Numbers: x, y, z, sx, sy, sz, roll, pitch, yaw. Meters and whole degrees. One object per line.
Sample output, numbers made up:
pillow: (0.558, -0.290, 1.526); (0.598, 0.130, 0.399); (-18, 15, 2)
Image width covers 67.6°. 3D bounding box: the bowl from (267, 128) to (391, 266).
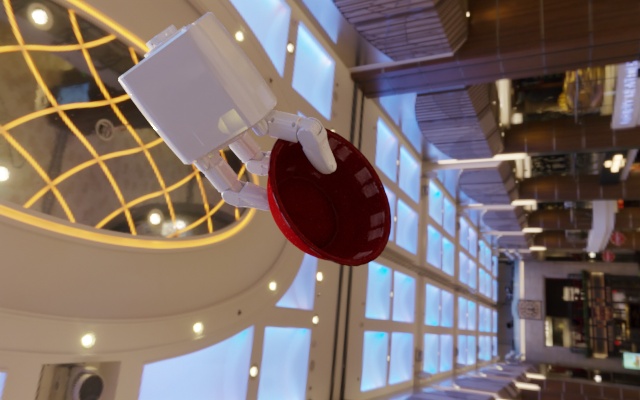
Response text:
bowl: (0.001, 0.003, 0.512); (0.162, 0.162, 0.055); (0, -25, -42)
